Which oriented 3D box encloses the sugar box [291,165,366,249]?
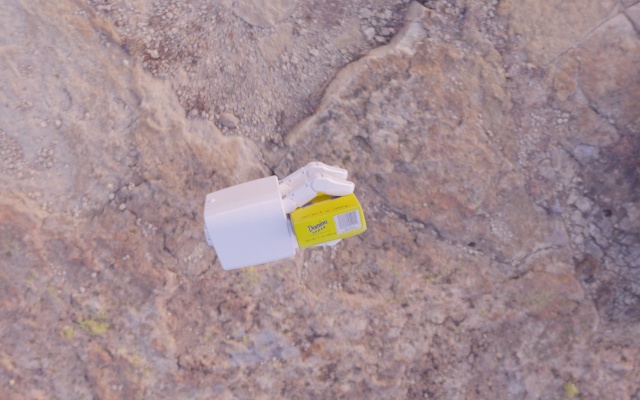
[{"bbox_3d":[0.000,0.002,0.692,0.093,0.048,0.176,-15,26,-3],"label":"sugar box"}]
